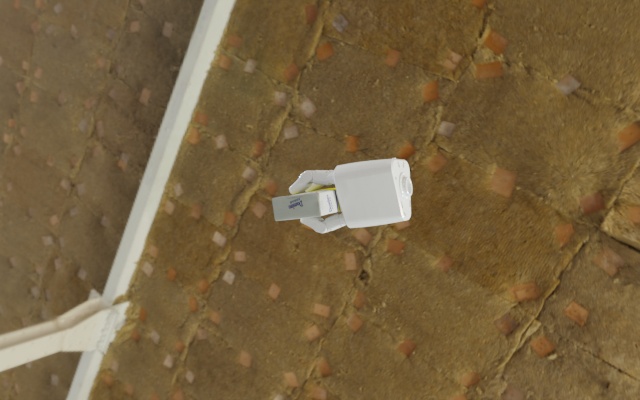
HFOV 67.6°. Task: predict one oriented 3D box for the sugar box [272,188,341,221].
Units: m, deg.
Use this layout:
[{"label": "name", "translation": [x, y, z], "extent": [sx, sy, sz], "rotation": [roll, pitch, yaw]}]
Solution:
[{"label": "sugar box", "translation": [0.000, 0.002, 0.860], "extent": [0.093, 0.048, 0.176], "rotation": [-7, -1, 28]}]
